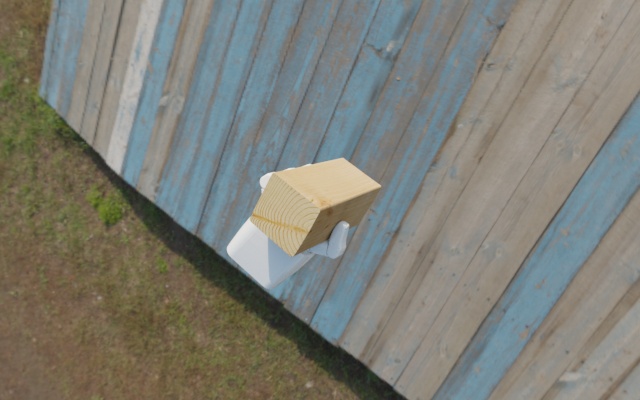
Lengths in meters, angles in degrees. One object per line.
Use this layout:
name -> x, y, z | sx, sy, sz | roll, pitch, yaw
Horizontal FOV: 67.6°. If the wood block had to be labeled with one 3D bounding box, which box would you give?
wood block -> 0.000, 0.003, 0.745 | 0.091, 0.090, 0.206 | 39, 27, 18
